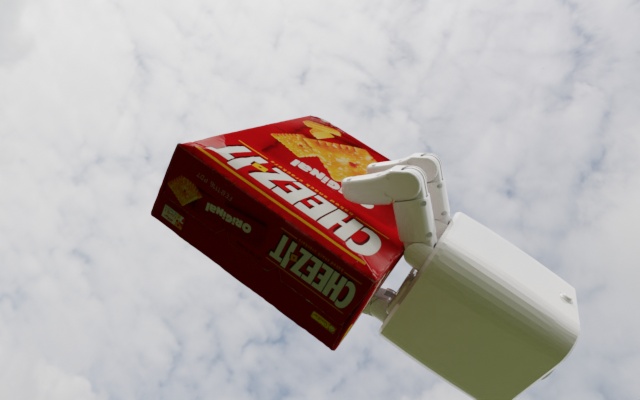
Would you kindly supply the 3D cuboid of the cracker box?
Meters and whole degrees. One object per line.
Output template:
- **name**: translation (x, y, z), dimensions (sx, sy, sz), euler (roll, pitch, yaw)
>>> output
- **cracker box**: translation (0.000, 0.001, 0.402), dimensions (0.164, 0.072, 0.213), euler (33, 25, 13)
